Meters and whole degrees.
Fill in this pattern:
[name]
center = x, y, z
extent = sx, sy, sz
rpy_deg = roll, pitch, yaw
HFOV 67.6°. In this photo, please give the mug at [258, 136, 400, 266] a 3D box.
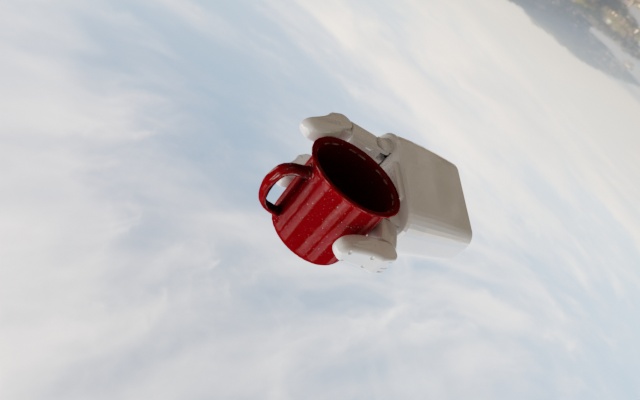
[mug]
center = -0.001, 0.001, 0.419
extent = 0.117, 0.093, 0.081
rpy_deg = 16, -51, -35
